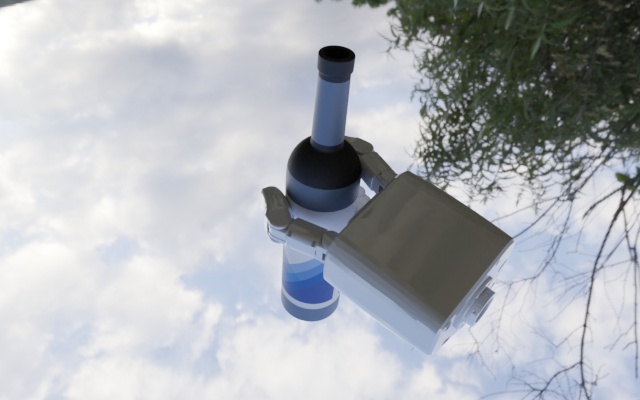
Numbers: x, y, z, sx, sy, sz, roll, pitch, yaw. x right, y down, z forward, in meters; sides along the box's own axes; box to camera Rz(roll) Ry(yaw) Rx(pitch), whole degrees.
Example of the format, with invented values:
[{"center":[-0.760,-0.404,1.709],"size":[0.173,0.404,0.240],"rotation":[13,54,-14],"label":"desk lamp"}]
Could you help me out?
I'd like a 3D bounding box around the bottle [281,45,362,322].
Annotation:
[{"center":[0.000,0.002,0.445],"size":[0.069,0.296,0.069],"rotation":[3,42,-3],"label":"bottle"}]
